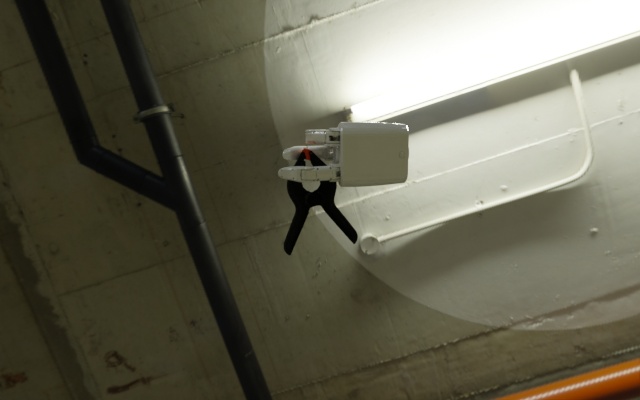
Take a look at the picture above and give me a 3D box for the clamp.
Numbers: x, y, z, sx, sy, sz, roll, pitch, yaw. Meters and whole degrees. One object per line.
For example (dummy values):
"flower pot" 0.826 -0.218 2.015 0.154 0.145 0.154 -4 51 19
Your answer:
"clamp" 0.000 0.002 0.765 0.120 0.171 0.039 -2 10 -11
